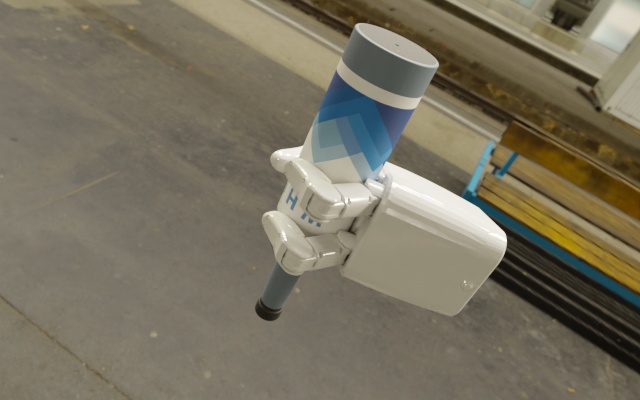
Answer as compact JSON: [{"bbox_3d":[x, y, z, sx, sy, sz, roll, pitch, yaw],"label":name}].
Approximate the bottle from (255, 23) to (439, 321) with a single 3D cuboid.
[{"bbox_3d":[0.000,0.001,0.417,0.069,0.296,0.069,18,32,-12],"label":"bottle"}]
